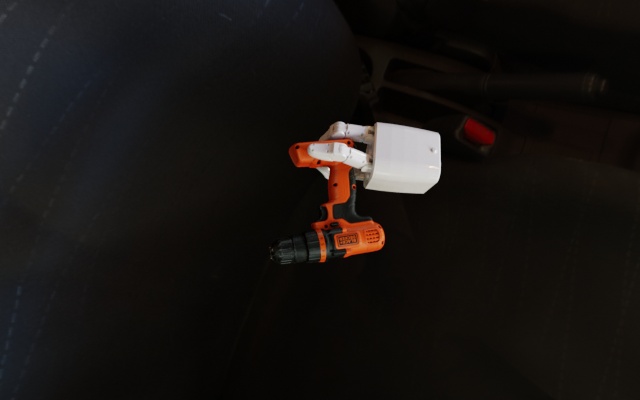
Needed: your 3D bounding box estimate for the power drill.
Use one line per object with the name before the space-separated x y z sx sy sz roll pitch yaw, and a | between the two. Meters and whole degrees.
power drill | 0.000 0.002 0.757 0.184 0.187 0.057 -7 -7 -16
